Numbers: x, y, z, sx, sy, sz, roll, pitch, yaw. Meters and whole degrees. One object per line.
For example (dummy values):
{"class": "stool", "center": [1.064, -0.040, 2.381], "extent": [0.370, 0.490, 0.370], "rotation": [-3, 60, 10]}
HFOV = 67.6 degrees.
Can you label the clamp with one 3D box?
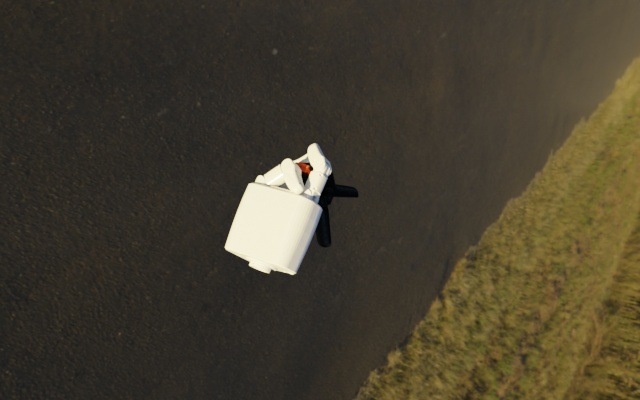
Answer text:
{"class": "clamp", "center": [0.001, 0.002, 0.781], "extent": [0.039, 0.120, 0.171], "rotation": [9, -18, 37]}
